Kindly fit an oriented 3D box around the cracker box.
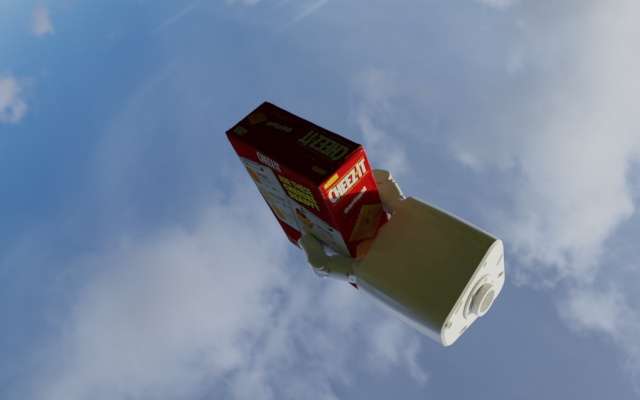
[{"bbox_3d":[0.000,0.002,0.565,0.164,0.072,0.214,31,-23,39],"label":"cracker box"}]
